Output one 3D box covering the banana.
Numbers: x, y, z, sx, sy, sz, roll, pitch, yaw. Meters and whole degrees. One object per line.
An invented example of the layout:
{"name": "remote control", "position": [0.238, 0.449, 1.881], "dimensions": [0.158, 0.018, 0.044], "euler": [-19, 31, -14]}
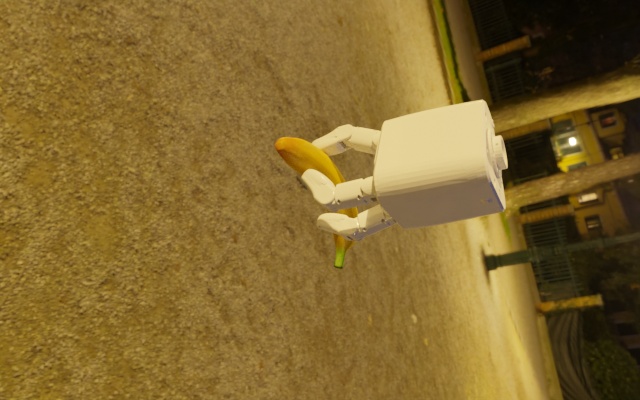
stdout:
{"name": "banana", "position": [0.007, -0.008, 0.573], "dimensions": [0.037, 0.198, 0.069], "euler": [-6, 38, 30]}
